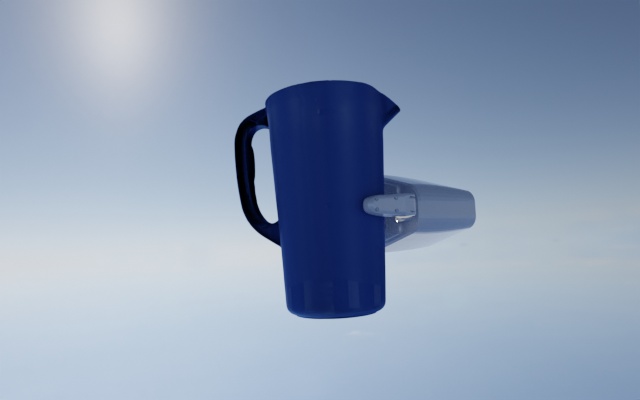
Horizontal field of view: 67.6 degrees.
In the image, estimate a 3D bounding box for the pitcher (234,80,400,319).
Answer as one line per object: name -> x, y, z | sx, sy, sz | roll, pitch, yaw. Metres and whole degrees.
pitcher -> 0.000, 0.002, 0.529 | 0.145, 0.243, 0.149 | 1, -7, -36
